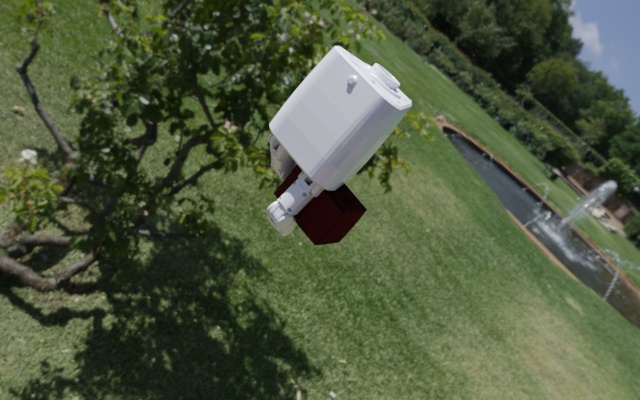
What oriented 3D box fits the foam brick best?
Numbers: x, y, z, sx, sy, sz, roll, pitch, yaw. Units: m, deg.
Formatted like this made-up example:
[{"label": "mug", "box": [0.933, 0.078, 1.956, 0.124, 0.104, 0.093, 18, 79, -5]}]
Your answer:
[{"label": "foam brick", "box": [0.000, 0.002, 0.509, 0.051, 0.078, 0.053, -48, -21, 22]}]
